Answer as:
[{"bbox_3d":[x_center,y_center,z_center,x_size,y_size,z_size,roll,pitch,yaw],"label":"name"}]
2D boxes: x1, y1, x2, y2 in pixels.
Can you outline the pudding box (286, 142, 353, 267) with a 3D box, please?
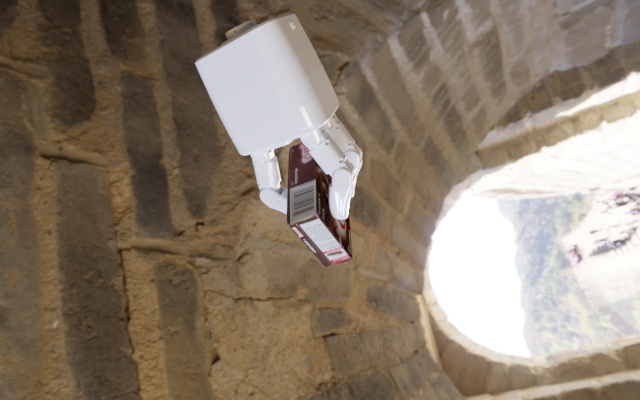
[{"bbox_3d":[0.000,0.002,0.524,0.039,0.113,0.090,-17,-42,21],"label":"pudding box"}]
